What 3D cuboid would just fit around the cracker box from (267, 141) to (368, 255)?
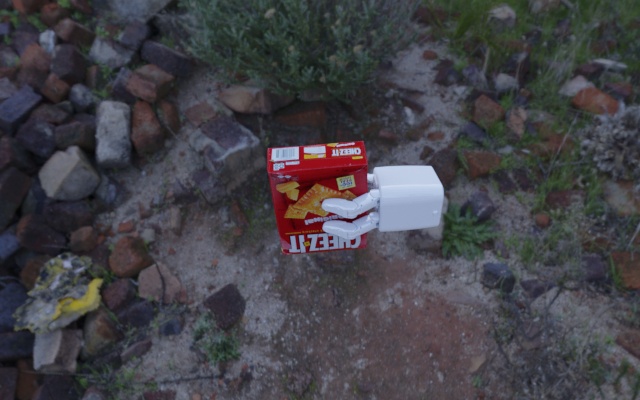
[{"bbox_3d":[0.000,0.003,0.849,0.164,0.214,0.072,-4,44,0],"label":"cracker box"}]
